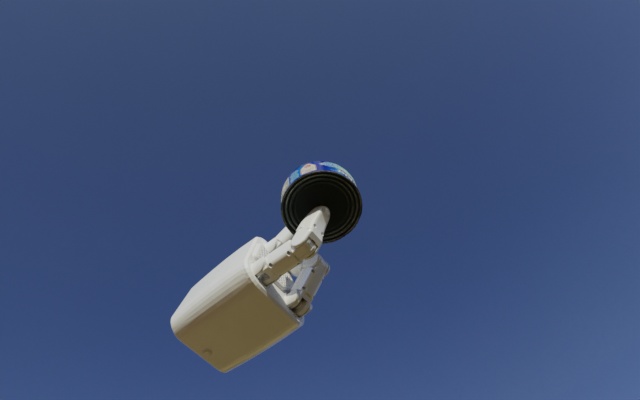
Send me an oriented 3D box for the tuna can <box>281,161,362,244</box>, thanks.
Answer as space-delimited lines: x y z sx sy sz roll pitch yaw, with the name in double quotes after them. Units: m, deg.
0.000 0.001 0.513 0.086 0.086 0.033 0 26 -6 "tuna can"
